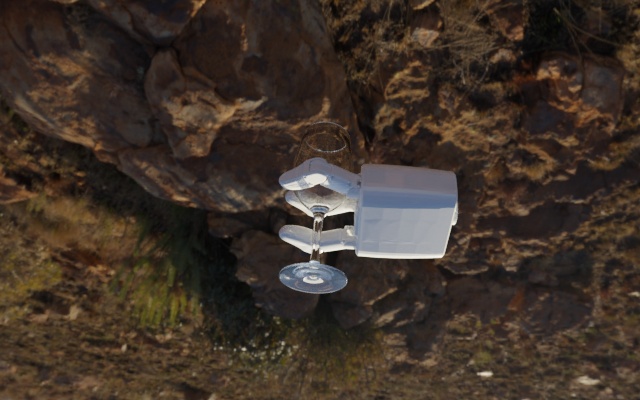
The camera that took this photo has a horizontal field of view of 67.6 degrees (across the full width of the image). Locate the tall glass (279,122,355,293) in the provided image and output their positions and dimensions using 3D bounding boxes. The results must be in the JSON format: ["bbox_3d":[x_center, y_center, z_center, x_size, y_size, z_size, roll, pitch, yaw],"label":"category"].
[{"bbox_3d":[0.000,0.002,0.565,0.079,0.201,0.079,4,-33,2],"label":"tall glass"}]
